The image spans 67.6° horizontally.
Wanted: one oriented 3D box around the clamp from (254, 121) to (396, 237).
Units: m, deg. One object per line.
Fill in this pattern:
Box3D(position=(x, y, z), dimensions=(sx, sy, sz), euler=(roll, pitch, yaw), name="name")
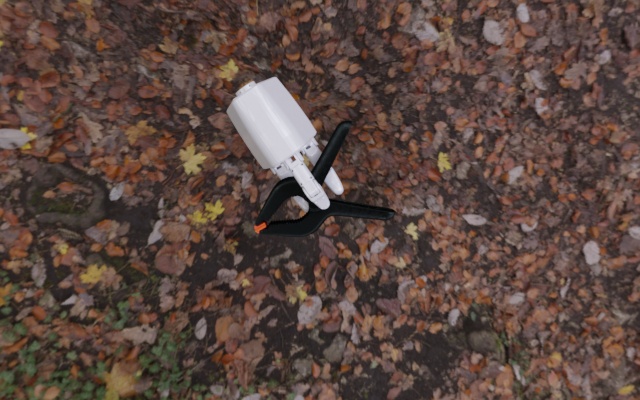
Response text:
Box3D(position=(0.000, 0.003, 0.723), dimensions=(0.210, 0.164, 0.036), euler=(-34, 10, 5), name="clamp")
